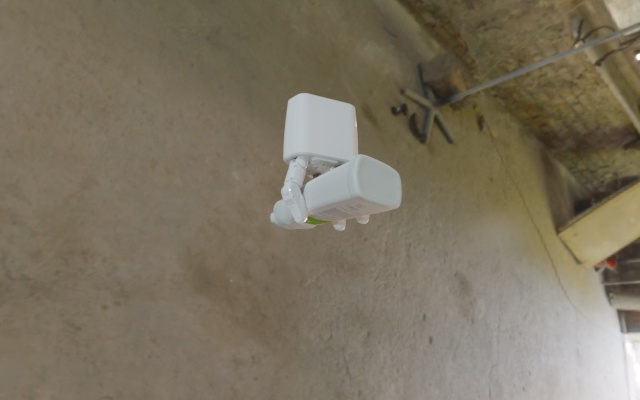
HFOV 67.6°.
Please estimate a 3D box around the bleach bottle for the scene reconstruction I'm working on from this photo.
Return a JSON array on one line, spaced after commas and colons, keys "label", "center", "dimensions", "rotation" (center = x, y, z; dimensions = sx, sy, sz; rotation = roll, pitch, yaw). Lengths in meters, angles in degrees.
[{"label": "bleach bottle", "center": [0.000, 0.002, 0.744], "dimensions": [0.102, 0.068, 0.251], "rotation": [18, -24, -38]}]
